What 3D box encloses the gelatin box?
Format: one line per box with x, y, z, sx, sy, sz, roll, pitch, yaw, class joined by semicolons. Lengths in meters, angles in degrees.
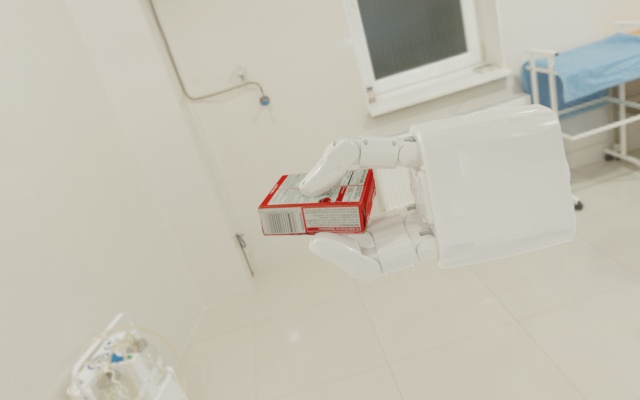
0.000;0.001;0.413;0.089;0.030;0.073;-2;24;14;gelatin box
